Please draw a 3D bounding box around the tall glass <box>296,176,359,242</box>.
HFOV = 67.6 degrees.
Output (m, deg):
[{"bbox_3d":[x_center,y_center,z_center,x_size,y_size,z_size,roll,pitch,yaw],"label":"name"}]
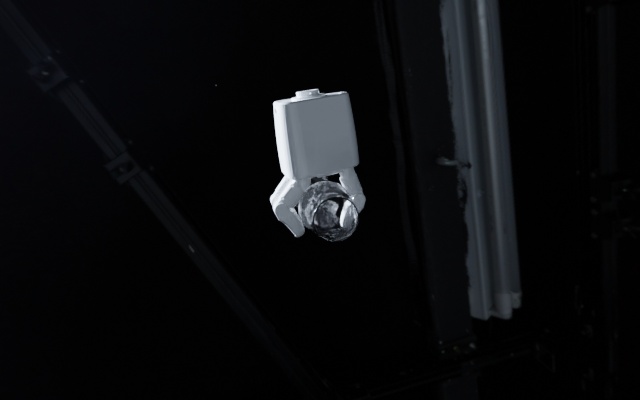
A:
[{"bbox_3d":[0.000,0.002,0.712,0.079,0.079,0.201,0,13,-12],"label":"tall glass"}]
